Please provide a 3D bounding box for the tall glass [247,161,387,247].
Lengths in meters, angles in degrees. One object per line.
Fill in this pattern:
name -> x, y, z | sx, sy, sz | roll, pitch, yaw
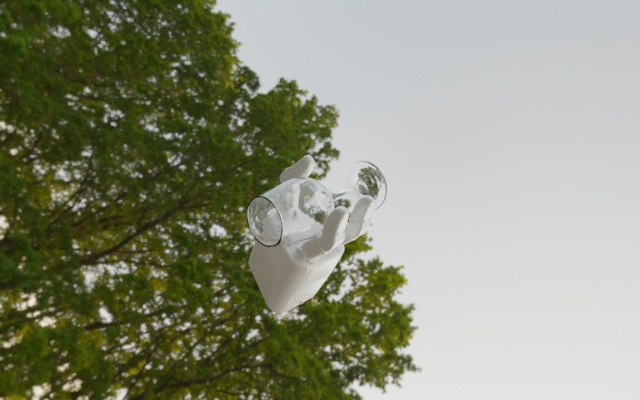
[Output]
tall glass -> 0.001, 0.002, 0.620 | 0.079, 0.079, 0.201 | 0, 13, 42
